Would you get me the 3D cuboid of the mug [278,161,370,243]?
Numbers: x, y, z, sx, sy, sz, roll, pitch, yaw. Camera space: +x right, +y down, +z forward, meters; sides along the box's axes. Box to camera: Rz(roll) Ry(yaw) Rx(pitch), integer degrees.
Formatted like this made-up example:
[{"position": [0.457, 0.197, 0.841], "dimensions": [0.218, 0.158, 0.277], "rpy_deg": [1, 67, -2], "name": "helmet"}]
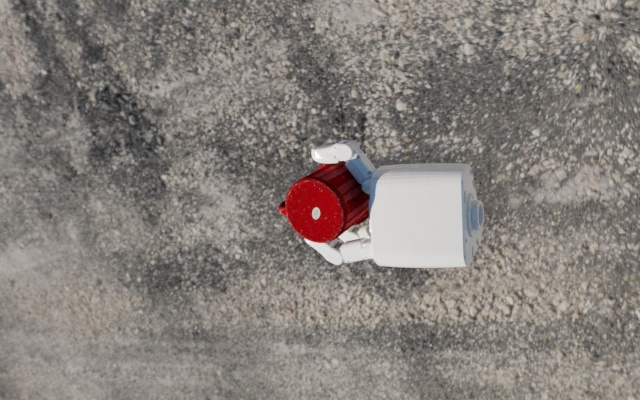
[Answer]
[{"position": [-0.001, 0.002, 0.590], "dimensions": [0.117, 0.093, 0.081], "rpy_deg": [-4, 16, 30], "name": "mug"}]
